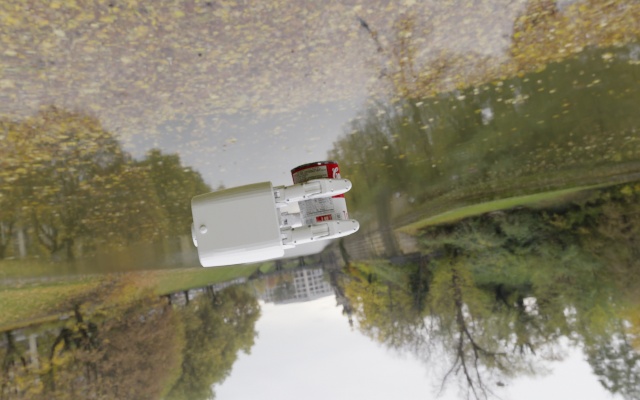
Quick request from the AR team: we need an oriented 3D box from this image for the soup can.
[{"bbox_3d":[0.001,0.002,0.662,0.068,0.102,0.068,-10,-7,-1],"label":"soup can"}]
